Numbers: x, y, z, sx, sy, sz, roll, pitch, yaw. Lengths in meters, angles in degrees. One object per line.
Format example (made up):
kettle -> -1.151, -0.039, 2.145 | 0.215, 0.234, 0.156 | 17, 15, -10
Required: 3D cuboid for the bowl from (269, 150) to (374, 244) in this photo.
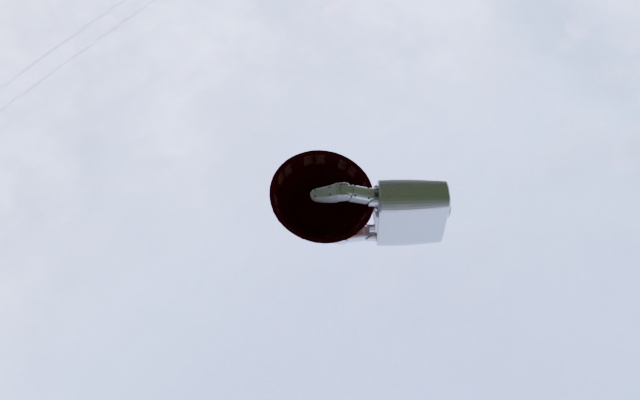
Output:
bowl -> -0.001, 0.002, 0.746 | 0.162, 0.162, 0.055 | 0, -28, -8
